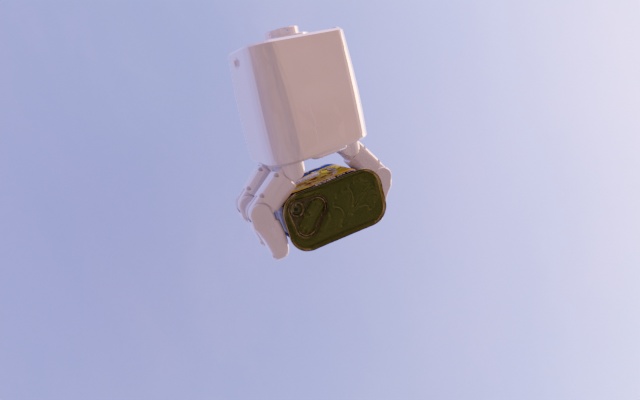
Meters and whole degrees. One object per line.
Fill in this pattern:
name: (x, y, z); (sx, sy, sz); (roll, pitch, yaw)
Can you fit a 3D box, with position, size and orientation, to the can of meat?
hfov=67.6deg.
can of meat: (0.000, 0.002, 0.480); (0.102, 0.057, 0.084); (-22, 18, -18)
